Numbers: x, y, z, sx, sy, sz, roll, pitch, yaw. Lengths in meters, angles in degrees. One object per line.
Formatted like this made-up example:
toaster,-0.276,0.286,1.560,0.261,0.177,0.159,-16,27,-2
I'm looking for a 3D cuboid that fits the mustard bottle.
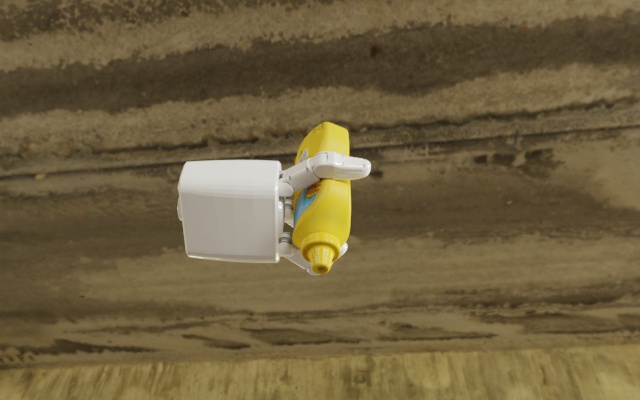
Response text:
mustard bottle,0.000,0.002,0.544,0.058,0.191,0.096,20,-49,-18
